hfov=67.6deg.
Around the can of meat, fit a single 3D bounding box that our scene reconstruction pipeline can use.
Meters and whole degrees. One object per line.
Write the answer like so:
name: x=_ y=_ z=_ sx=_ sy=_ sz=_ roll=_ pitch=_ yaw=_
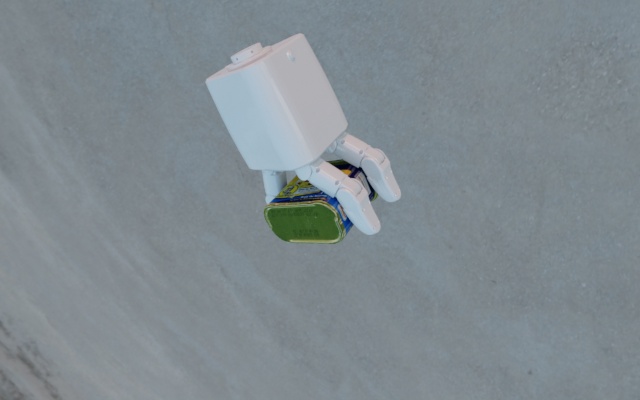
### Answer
can of meat: x=0.000 y=0.002 z=0.521 sx=0.102 sy=0.057 sz=0.084 roll=-4 pitch=32 yaw=37
